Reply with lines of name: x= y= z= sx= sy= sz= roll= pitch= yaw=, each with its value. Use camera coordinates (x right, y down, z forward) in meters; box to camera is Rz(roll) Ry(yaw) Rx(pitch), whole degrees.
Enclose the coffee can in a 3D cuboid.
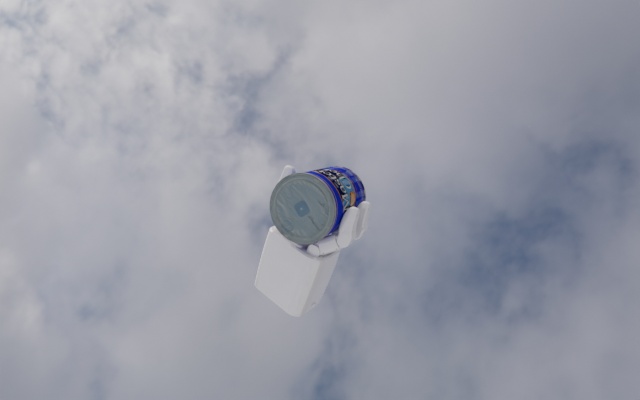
coffee can: x=0.000 y=0.002 z=0.735 sx=0.103 sy=0.103 sz=0.140 roll=0 pitch=8 yaw=24
